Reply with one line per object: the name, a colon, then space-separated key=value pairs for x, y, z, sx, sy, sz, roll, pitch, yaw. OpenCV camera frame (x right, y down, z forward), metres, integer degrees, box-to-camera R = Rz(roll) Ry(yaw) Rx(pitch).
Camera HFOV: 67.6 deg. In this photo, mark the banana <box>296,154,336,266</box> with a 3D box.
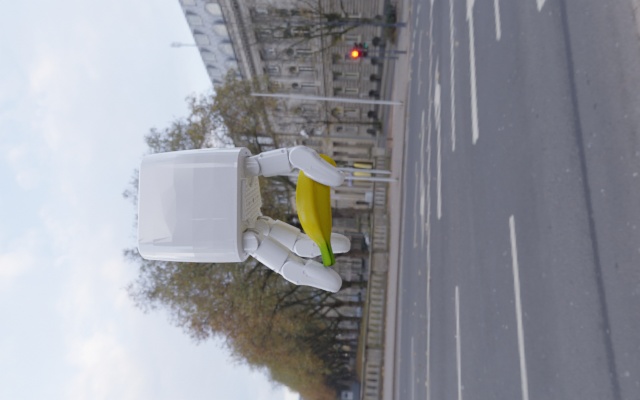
banana: x=-0.003 y=-0.012 z=0.533 sx=0.037 sy=0.070 sz=0.197 roll=-6 pitch=31 yaw=7
